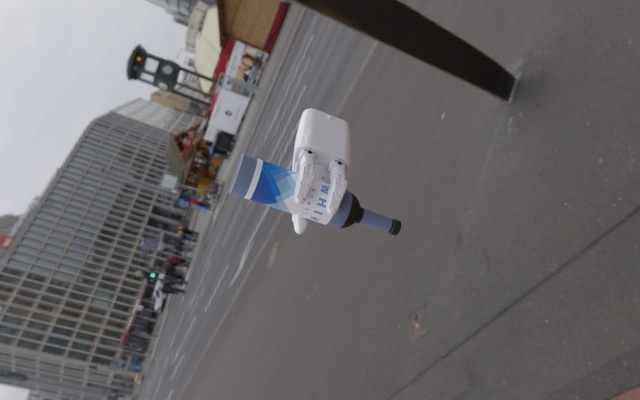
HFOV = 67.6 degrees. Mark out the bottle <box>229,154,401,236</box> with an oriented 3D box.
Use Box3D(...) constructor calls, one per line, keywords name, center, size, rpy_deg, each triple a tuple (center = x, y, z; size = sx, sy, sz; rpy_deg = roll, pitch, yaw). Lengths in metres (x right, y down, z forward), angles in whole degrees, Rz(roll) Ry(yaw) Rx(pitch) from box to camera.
Box3D(name="bottle", center=(0.000, 0.003, 0.796), size=(0.296, 0.069, 0.069), rpy_deg=(19, -5, -15))
